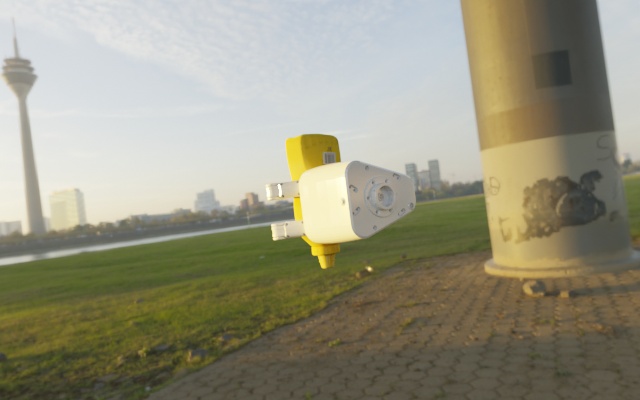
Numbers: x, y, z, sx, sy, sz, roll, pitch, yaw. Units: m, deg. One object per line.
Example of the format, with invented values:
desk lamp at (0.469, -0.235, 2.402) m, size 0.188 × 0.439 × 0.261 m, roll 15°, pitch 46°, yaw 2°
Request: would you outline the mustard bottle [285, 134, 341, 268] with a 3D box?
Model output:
mustard bottle at (0.000, 0.002, 0.695) m, size 0.058 × 0.191 × 0.096 m, roll -8°, pitch -2°, yaw 33°
